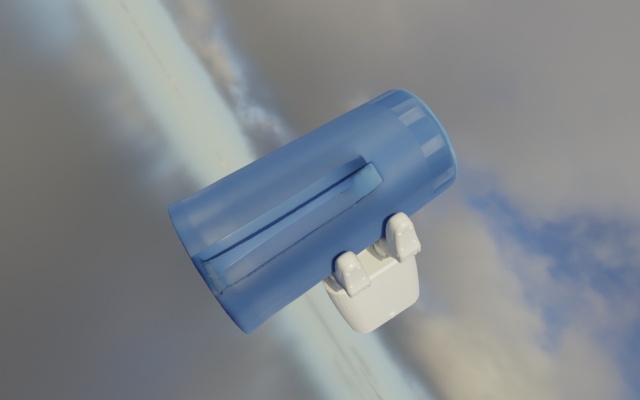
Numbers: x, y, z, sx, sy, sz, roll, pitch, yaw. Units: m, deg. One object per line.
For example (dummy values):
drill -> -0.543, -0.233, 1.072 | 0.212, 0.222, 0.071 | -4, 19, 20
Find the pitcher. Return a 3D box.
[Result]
pitcher -> 0.000, 0.001, 0.426 | 0.243, 0.145, 0.149 | -32, 47, -7
